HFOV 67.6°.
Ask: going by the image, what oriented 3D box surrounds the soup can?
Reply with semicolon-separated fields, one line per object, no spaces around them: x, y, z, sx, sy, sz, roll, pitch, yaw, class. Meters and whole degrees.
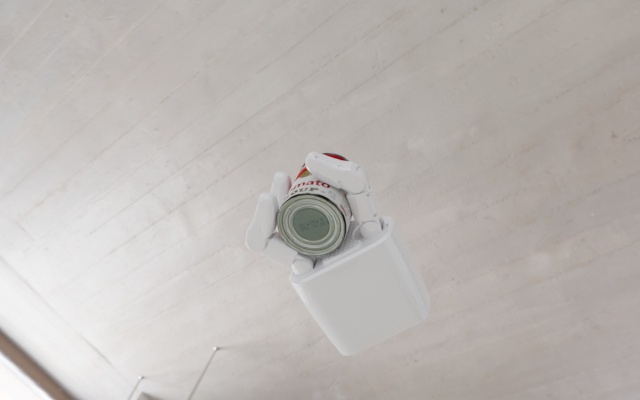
0.000;0.001;0.481;0.068;0.068;0.102;0;27;12;soup can
